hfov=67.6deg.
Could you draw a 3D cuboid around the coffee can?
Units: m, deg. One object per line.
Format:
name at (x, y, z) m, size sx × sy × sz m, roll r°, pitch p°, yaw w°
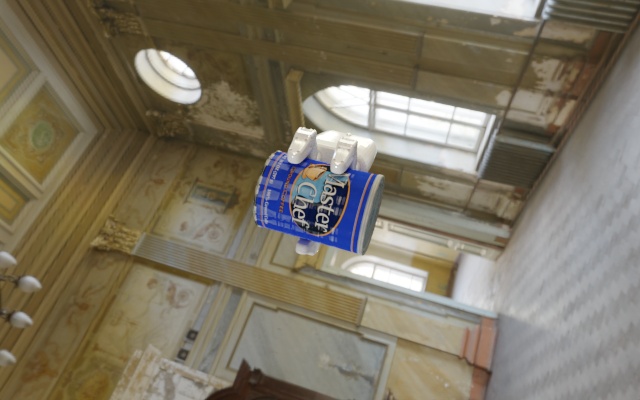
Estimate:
coffee can at (0.000, 0.002, 0.603) m, size 0.140 × 0.103 × 0.103 m, roll 15°, pitch 3°, yaw 12°
